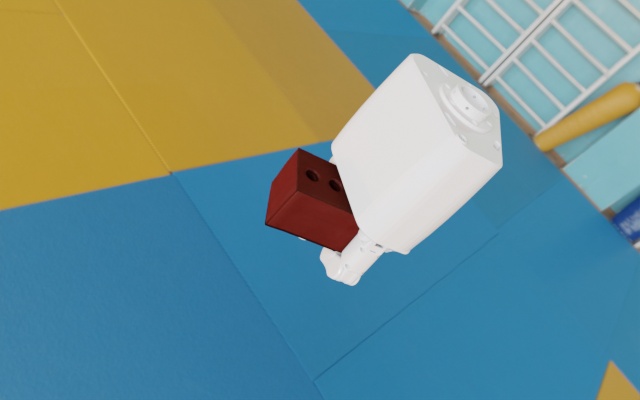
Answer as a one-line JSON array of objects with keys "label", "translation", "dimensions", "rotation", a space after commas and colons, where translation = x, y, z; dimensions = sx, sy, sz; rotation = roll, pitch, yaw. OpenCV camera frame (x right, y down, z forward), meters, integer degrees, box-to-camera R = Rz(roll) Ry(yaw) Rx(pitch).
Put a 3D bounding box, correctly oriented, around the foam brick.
[{"label": "foam brick", "translation": [0.000, 0.001, 0.409], "dimensions": [0.078, 0.053, 0.051], "rotation": [22, -47, -22]}]
